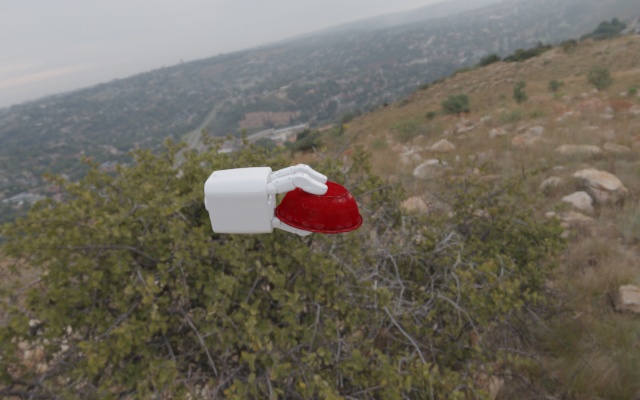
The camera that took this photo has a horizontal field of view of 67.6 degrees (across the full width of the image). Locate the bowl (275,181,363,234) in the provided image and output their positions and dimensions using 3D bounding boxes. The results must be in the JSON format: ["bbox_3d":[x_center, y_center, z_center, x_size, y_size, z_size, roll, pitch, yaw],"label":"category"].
[{"bbox_3d":[0.001,0.002,0.858,0.162,0.055,0.162,7,19,-2],"label":"bowl"}]
